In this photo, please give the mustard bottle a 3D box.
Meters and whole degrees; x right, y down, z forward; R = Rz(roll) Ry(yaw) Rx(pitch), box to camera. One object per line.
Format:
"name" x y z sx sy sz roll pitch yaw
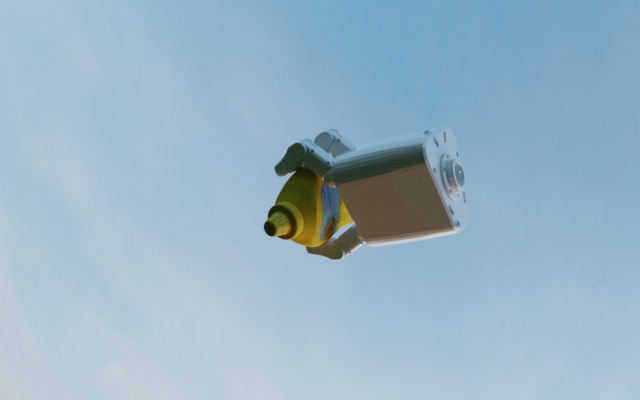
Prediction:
"mustard bottle" 0.000 0.002 0.566 0.058 0.096 0.191 16 25 29
